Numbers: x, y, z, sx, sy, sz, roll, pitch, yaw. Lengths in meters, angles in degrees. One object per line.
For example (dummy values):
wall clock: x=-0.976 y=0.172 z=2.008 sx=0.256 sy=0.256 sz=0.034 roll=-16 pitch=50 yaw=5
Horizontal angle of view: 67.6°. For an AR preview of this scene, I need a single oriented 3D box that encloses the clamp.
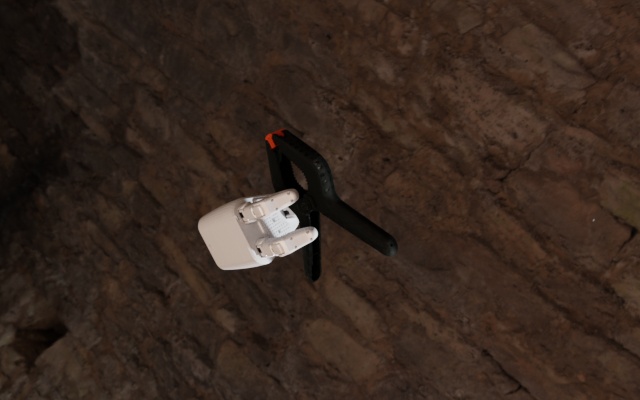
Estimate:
clamp: x=0.000 y=0.001 z=0.606 sx=0.164 sy=0.210 sz=0.036 roll=-19 pitch=9 yaw=44
